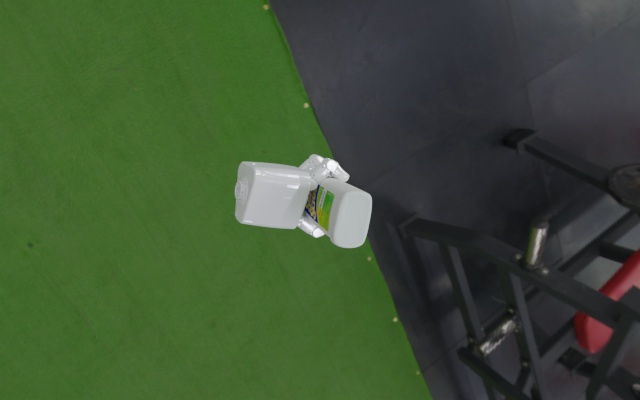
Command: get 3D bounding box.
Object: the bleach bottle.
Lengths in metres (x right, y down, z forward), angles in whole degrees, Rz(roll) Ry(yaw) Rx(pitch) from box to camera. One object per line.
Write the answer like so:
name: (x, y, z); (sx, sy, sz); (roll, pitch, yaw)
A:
bleach bottle: (0.000, 0.003, 0.894); (0.068, 0.102, 0.250); (6, 10, -28)
